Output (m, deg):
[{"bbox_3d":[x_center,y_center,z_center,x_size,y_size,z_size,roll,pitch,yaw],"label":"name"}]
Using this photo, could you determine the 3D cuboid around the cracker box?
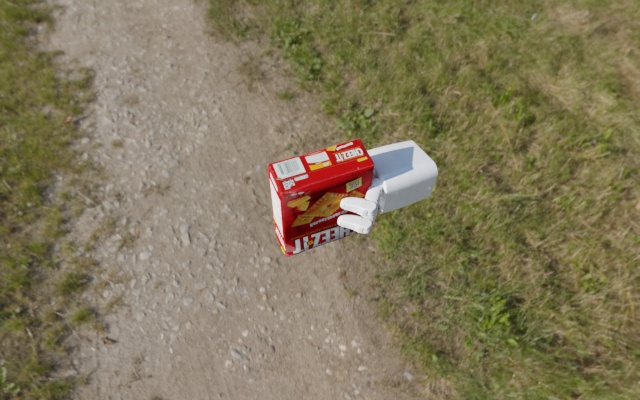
[{"bbox_3d":[0.000,0.003,0.847,0.164,0.072,0.214,-17,-33,-13],"label":"cracker box"}]
